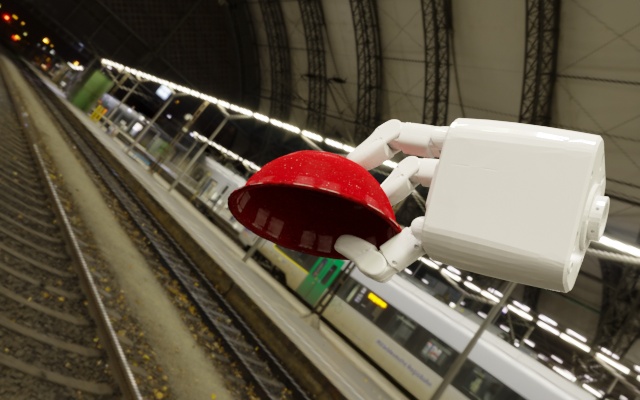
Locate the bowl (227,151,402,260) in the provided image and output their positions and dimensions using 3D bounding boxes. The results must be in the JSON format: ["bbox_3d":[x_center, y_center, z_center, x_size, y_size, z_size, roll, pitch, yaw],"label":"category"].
[{"bbox_3d":[-0.001,0.001,0.441,0.162,0.055,0.162,11,-25,5],"label":"bowl"}]
